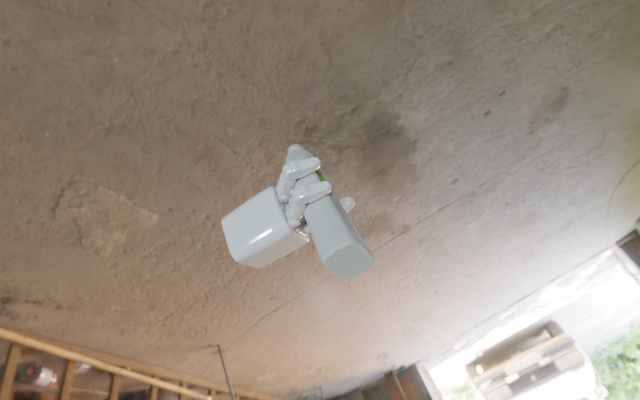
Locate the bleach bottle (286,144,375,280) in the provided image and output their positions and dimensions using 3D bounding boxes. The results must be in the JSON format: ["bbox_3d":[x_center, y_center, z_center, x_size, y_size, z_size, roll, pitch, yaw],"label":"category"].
[{"bbox_3d":[0.000,0.003,0.786,0.068,0.250,0.103,-32,-39,9],"label":"bleach bottle"}]
